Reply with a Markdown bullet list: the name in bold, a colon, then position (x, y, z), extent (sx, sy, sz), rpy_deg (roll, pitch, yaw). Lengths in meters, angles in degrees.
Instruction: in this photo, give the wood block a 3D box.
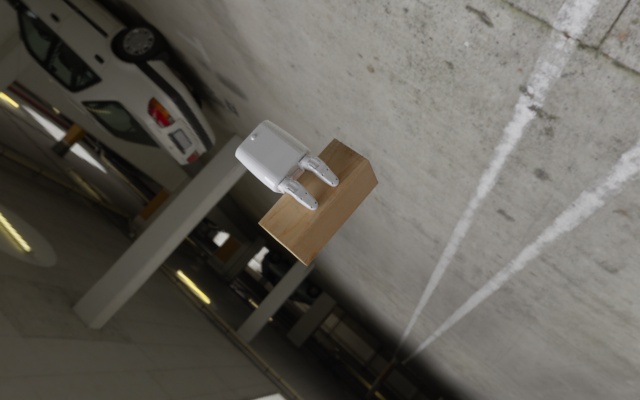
- **wood block**: position (0.000, 0.003, 0.868), extent (0.090, 0.206, 0.091), rpy_deg (37, -9, 29)
